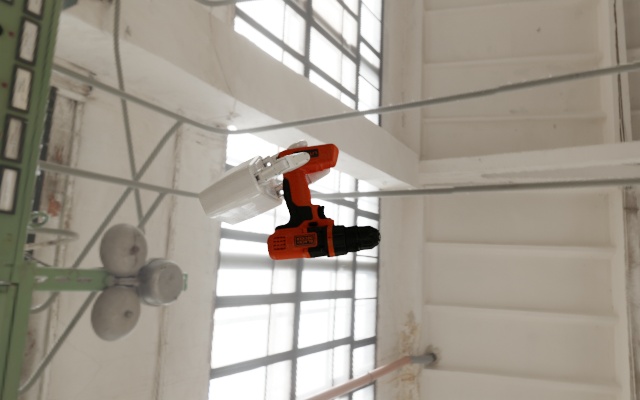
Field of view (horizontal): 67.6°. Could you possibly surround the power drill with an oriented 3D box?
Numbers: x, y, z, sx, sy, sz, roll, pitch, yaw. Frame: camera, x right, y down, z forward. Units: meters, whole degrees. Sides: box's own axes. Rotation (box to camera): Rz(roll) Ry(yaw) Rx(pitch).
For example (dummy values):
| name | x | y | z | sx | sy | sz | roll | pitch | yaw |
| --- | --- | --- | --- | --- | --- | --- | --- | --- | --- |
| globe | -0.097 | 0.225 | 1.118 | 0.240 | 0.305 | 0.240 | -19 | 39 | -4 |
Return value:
| name | x | y | z | sx | sy | sz | roll | pitch | yaw |
| --- | --- | --- | --- | --- | --- | --- | --- | --- | --- |
| power drill | 0.000 | 0.002 | 0.787 | 0.184 | 0.187 | 0.057 | -6 | -20 | 6 |
